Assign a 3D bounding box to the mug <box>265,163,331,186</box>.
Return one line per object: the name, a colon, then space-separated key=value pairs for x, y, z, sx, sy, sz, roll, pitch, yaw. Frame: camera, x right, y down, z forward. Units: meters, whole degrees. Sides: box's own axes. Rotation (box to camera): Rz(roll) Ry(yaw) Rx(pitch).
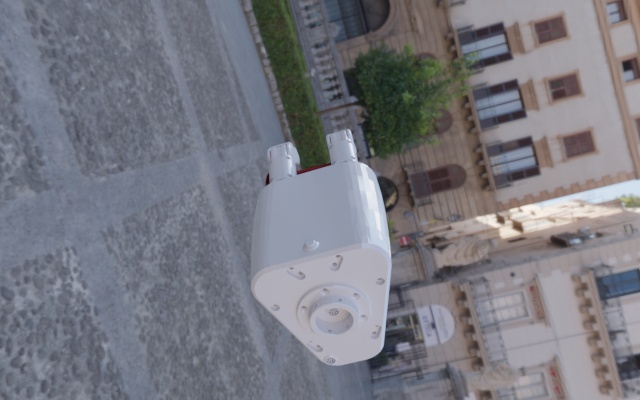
mug: x=0.000 y=0.001 z=0.471 sx=0.081 sy=0.093 sz=0.117 roll=-14 pitch=33 yaw=7
